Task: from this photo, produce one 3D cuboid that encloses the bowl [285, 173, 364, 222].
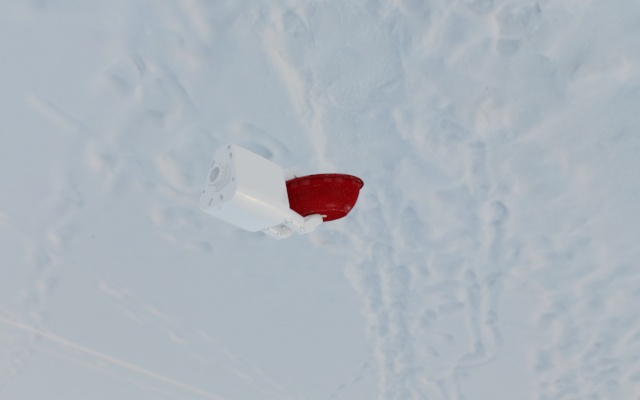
[{"bbox_3d":[0.001,0.003,0.852,0.162,0.055,0.162,-6,-15,-2],"label":"bowl"}]
